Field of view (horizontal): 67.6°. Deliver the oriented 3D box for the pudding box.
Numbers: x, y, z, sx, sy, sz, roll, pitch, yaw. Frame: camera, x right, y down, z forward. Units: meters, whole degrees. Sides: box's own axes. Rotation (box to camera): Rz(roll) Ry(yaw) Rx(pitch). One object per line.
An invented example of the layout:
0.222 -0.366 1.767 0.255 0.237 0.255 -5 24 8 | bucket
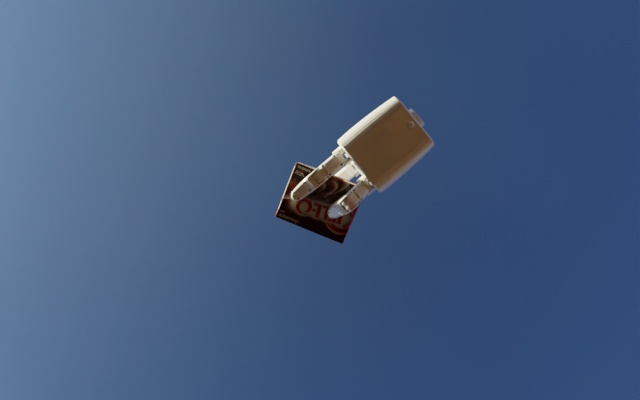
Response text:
0.000 0.002 0.724 0.113 0.090 0.039 22 9 1 | pudding box
